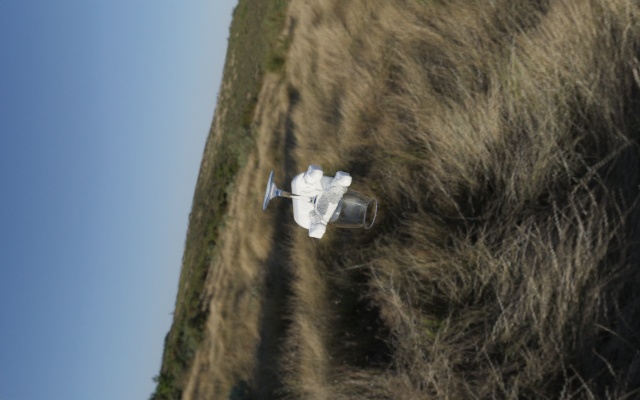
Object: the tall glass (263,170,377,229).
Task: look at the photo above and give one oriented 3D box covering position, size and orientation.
[{"bbox_3d":[-0.001,0.003,0.885,0.201,0.079,0.079,13,-3,-11],"label":"tall glass"}]
